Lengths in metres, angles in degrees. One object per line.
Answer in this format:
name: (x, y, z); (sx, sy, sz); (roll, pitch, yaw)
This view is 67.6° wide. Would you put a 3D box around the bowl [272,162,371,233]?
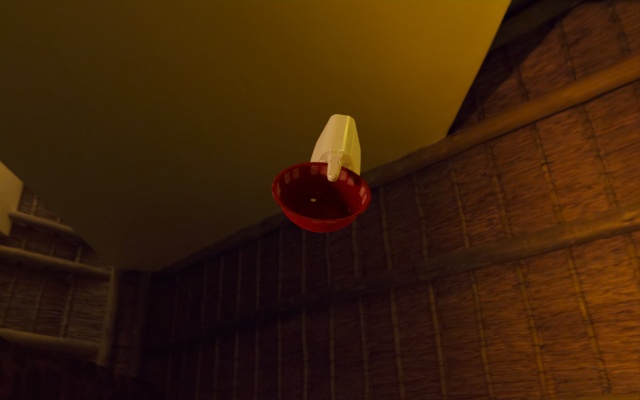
bowl: (0.000, 0.004, 0.787); (0.162, 0.055, 0.162); (4, 38, -3)
